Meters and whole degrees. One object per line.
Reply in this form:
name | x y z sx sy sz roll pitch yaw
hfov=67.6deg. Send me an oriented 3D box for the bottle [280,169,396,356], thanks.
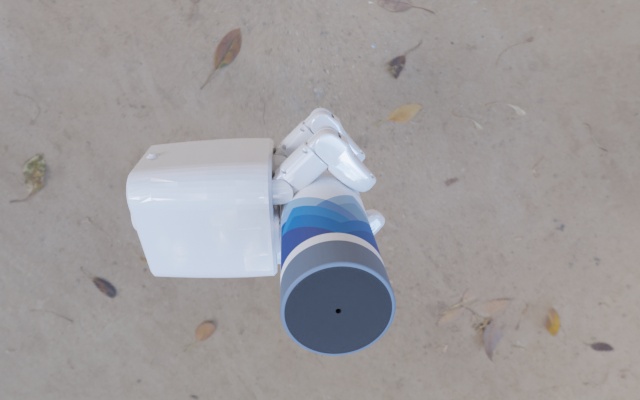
bottle | 0.000 0.001 0.404 0.069 0.069 0.295 0 25 -4
